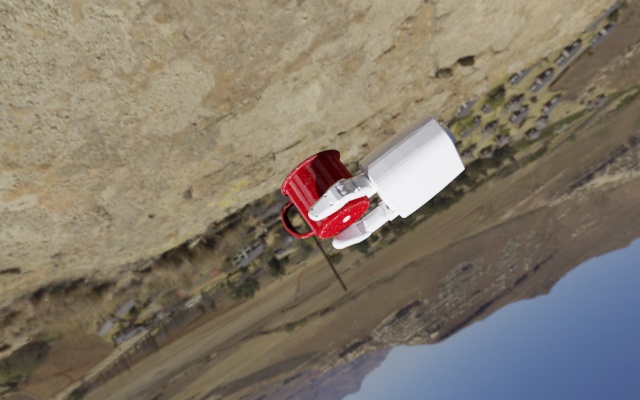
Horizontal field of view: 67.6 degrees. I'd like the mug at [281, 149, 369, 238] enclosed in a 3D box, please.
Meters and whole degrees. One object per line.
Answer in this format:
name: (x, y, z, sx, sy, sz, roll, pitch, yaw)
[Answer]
mug: (-0.001, 0.003, 0.619, 0.117, 0.081, 0.093, -39, -18, 10)
